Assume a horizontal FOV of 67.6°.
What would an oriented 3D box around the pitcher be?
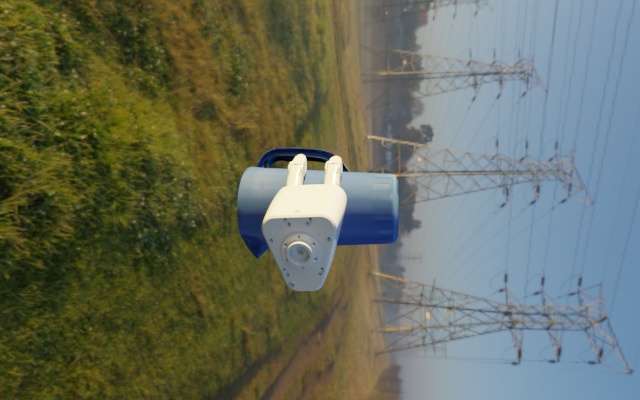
[{"bbox_3d":[0.000,0.003,0.757,0.243,0.149,0.145,0,21,8],"label":"pitcher"}]
